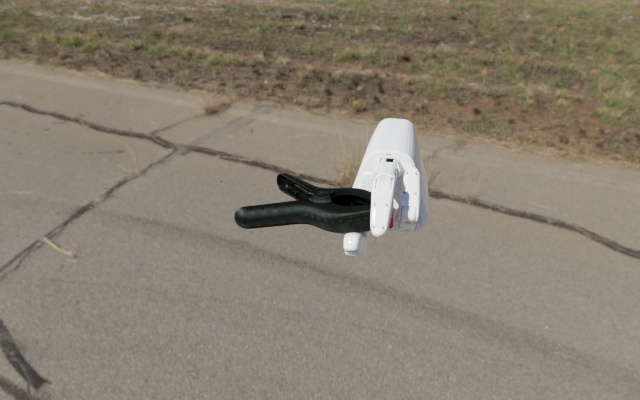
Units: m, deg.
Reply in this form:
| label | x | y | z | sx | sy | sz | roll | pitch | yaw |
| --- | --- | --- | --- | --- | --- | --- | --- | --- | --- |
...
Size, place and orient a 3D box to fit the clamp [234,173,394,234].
| label | x | y | z | sx | sy | sz | roll | pitch | yaw |
| --- | --- | --- | --- | --- | --- | --- | --- | --- | --- |
| clamp | 0.000 | 0.001 | 0.549 | 0.171 | 0.039 | 0.120 | 5 | 33 | 11 |
